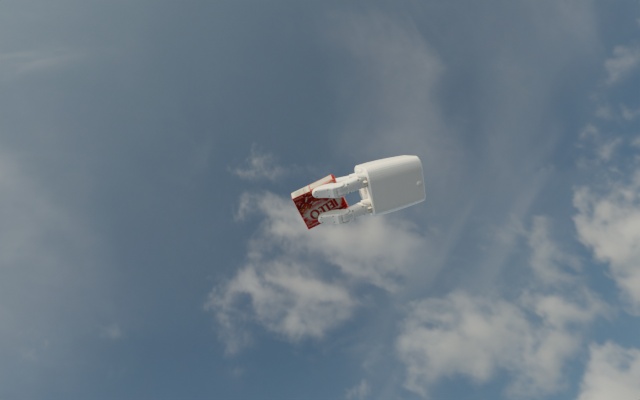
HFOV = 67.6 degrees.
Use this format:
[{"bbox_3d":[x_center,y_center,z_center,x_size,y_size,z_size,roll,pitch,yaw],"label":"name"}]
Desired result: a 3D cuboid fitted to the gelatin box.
[{"bbox_3d":[0.000,0.003,0.898,0.089,0.073,0.030,-25,26,4],"label":"gelatin box"}]
